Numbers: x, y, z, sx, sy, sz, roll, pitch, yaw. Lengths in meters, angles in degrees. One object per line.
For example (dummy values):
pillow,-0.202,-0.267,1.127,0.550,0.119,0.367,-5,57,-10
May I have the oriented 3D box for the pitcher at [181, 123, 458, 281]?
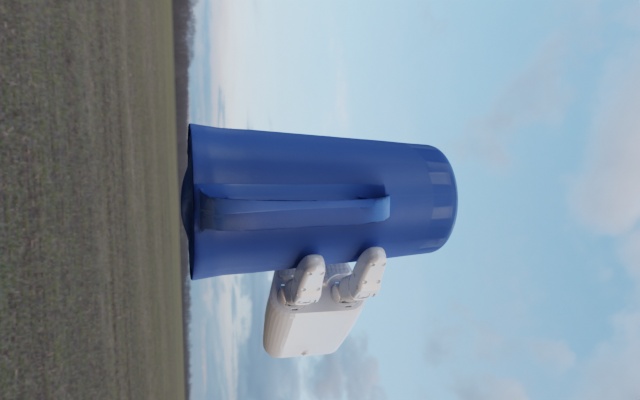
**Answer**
pitcher,0.000,0.001,0.432,0.243,0.149,0.145,-1,-41,-17
